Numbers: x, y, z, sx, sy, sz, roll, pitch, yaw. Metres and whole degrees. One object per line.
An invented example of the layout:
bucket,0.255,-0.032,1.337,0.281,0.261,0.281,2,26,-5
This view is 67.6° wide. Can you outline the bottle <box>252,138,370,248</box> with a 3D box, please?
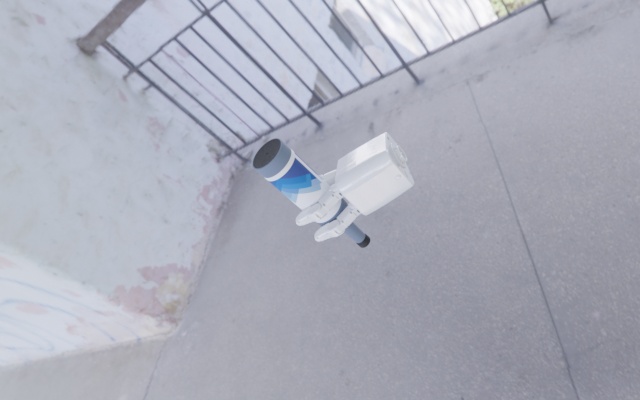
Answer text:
bottle,0.000,0.003,0.876,0.069,0.069,0.296,0,-33,47
